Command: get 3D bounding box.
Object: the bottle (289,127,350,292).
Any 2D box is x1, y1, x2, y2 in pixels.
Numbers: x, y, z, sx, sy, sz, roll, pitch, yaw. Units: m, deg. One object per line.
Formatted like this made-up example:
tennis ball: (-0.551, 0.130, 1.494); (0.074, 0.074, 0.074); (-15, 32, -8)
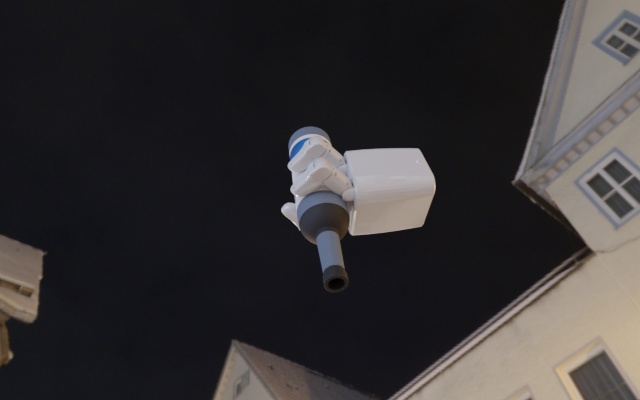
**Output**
bottle: (0.000, 0.002, 0.636); (0.069, 0.069, 0.295); (0, 37, -9)
